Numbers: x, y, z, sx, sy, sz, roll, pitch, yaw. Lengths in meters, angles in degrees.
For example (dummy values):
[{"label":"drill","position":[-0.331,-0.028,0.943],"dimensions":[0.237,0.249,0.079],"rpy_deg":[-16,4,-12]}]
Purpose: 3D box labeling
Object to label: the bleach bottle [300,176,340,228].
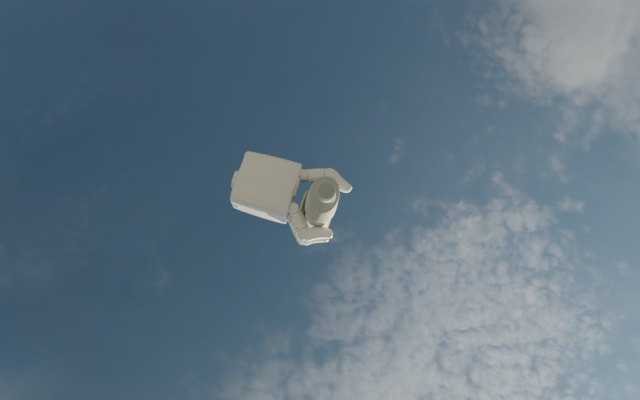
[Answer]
[{"label":"bleach bottle","position":[0.000,0.003,0.880],"dimensions":[0.068,0.102,0.251],"rpy_deg":[15,-13,-2]}]
